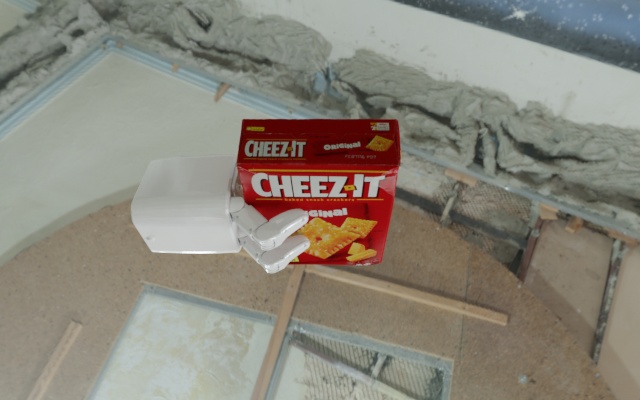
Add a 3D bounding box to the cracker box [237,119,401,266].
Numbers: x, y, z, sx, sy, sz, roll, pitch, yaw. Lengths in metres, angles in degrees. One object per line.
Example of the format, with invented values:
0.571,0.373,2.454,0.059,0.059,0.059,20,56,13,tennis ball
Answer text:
0.000,0.002,0.562,0.164,0.072,0.214,0,-34,1,cracker box
